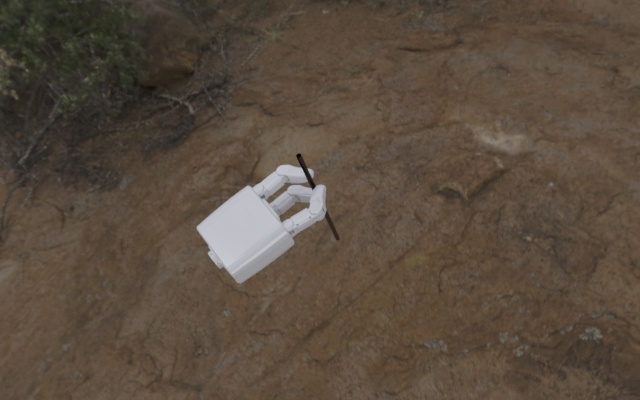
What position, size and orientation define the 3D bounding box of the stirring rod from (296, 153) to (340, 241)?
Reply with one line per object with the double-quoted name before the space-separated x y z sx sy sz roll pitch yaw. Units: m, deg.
"stirring rod" 0.000 0.003 0.790 0.011 0.011 0.240 0 -35 19
